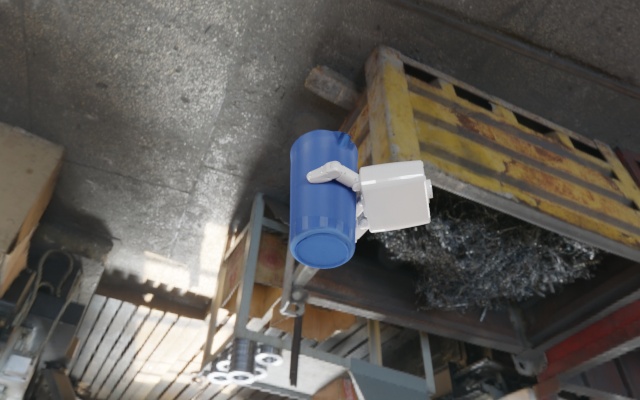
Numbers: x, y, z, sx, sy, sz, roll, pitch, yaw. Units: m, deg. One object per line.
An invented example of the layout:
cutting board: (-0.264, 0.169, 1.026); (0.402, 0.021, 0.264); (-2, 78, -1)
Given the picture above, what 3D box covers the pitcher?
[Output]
pitcher: (0.000, 0.003, 0.865); (0.145, 0.242, 0.149); (-8, -44, 10)
